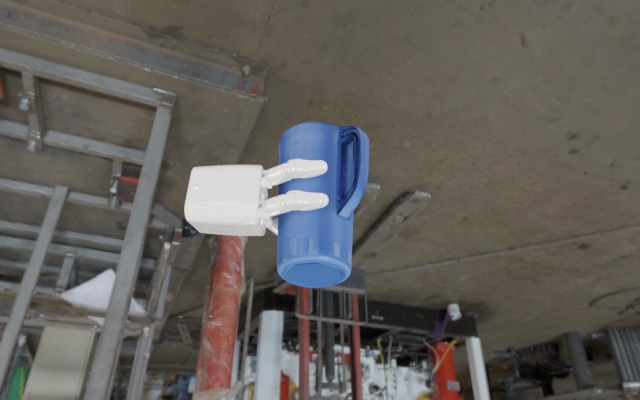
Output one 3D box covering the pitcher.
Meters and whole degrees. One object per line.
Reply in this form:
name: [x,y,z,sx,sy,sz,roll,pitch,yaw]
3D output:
pitcher: [0.000,0.002,0.744,0.145,0.242,0.149,1,-32,0]
